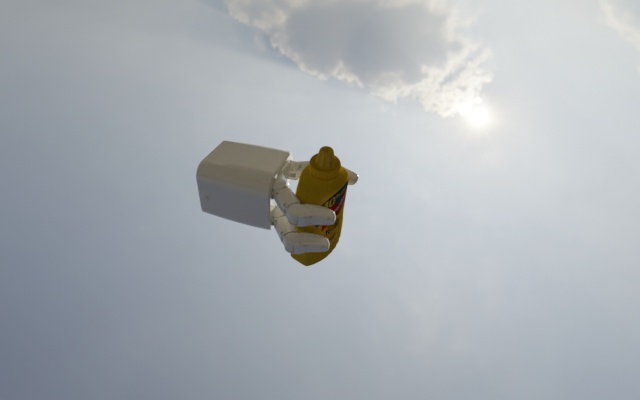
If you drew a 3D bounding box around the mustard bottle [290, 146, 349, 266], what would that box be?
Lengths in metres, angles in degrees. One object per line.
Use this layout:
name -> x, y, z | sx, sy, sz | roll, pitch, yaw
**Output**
mustard bottle -> 0.000, 0.002, 0.665 | 0.058, 0.192, 0.096 | 32, 52, 23
